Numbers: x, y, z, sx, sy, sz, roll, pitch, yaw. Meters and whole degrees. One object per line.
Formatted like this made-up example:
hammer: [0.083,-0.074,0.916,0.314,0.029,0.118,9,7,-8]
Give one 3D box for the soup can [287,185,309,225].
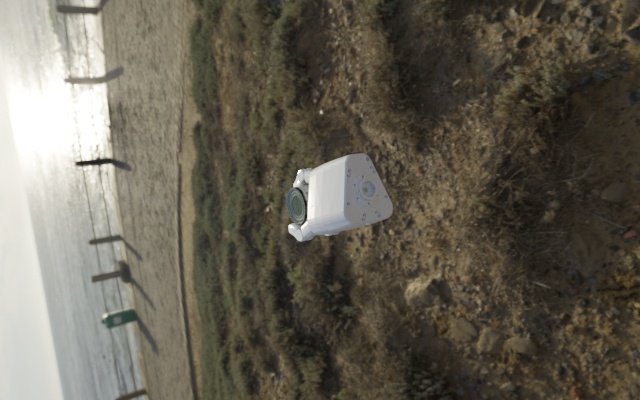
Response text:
soup can: [0.000,0.003,0.846,0.102,0.068,0.068,-10,5,-31]
